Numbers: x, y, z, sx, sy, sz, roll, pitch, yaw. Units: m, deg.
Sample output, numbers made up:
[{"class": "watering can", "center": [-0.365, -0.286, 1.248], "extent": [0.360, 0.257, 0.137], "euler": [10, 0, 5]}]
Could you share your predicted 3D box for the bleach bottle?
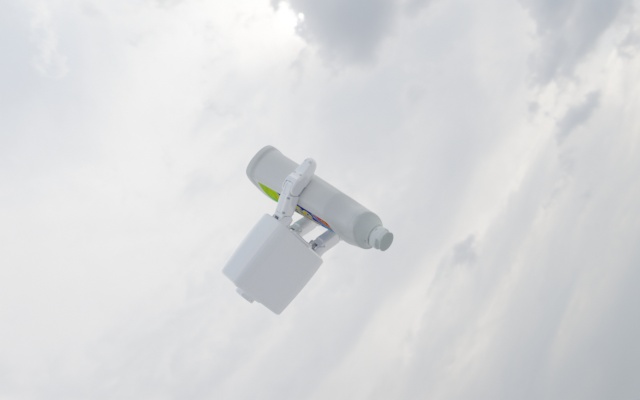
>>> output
[{"class": "bleach bottle", "center": [0.000, 0.002, 0.702], "extent": [0.250, 0.068, 0.103], "euler": [30, -13, 40]}]
